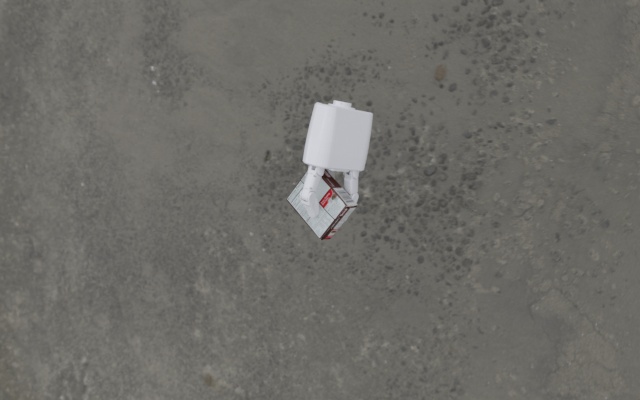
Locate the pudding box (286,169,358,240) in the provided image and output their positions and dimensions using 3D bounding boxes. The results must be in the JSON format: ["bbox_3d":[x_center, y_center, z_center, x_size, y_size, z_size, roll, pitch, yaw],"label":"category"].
[{"bbox_3d":[0.000,0.003,0.881,0.039,0.090,0.113,-2,45,-53],"label":"pudding box"}]
